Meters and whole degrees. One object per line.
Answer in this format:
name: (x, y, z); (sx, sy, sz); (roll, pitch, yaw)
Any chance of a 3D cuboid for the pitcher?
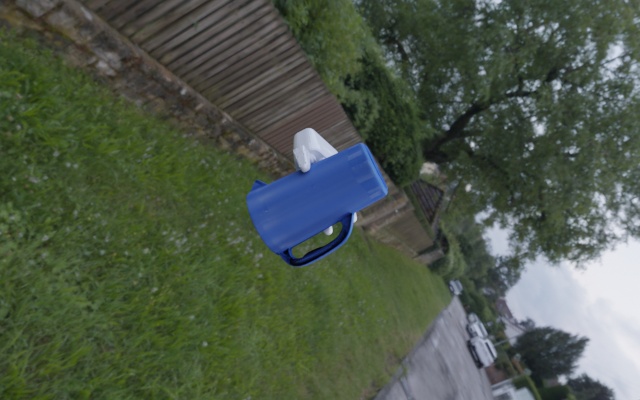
pitcher: (0.000, 0.003, 0.884); (0.243, 0.149, 0.145); (-26, 31, 10)
